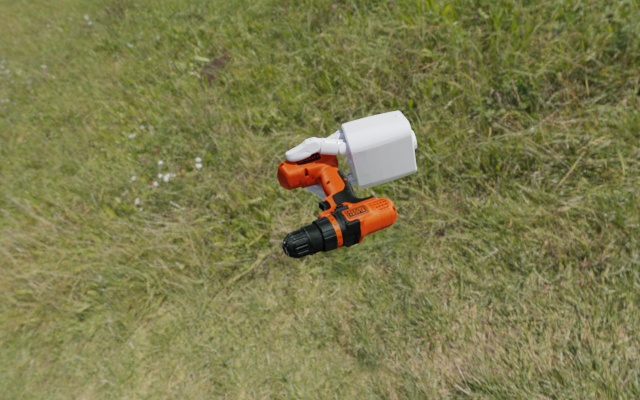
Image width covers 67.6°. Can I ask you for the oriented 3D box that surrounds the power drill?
[{"bbox_3d":[0.000,0.002,0.755,0.184,0.057,0.187,-17,46,-20],"label":"power drill"}]
